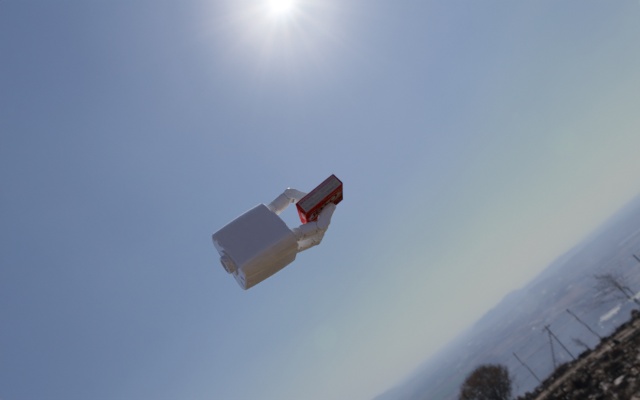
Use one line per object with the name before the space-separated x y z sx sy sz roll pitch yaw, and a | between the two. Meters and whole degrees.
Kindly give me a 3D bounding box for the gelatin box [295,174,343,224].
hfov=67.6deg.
gelatin box | 0.000 0.002 0.850 0.089 0.030 0.073 -40 -19 -13
